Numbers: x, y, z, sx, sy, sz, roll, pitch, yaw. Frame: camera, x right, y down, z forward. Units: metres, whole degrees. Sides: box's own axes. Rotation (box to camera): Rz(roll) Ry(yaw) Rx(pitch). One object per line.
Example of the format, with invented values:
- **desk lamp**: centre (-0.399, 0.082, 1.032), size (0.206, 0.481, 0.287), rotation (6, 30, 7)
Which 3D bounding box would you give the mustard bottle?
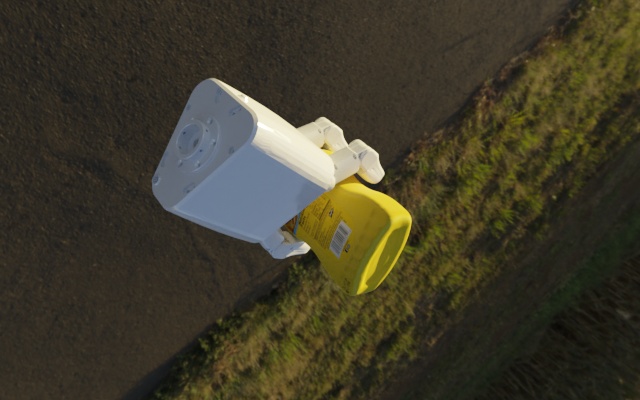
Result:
- **mustard bottle**: centre (0.000, 0.002, 0.491), size (0.058, 0.096, 0.191), rotation (-5, 37, -43)
